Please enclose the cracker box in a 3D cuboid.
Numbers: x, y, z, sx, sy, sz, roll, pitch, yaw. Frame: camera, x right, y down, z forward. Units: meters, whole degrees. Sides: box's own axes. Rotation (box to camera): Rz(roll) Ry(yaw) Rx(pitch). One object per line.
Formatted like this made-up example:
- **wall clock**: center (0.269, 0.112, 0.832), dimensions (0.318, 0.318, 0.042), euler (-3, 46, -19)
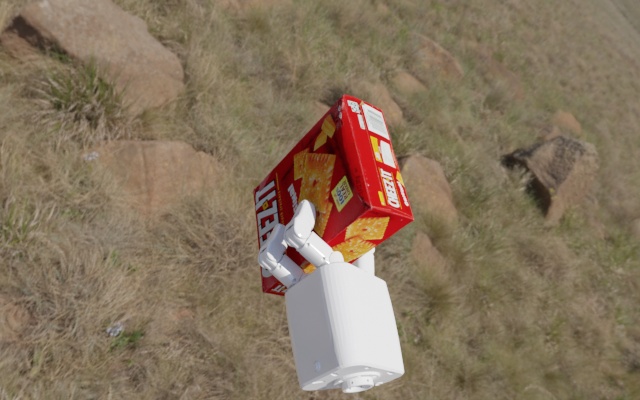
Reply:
- **cracker box**: center (0.000, 0.002, 0.586), dimensions (0.072, 0.164, 0.214), euler (17, -42, -34)
